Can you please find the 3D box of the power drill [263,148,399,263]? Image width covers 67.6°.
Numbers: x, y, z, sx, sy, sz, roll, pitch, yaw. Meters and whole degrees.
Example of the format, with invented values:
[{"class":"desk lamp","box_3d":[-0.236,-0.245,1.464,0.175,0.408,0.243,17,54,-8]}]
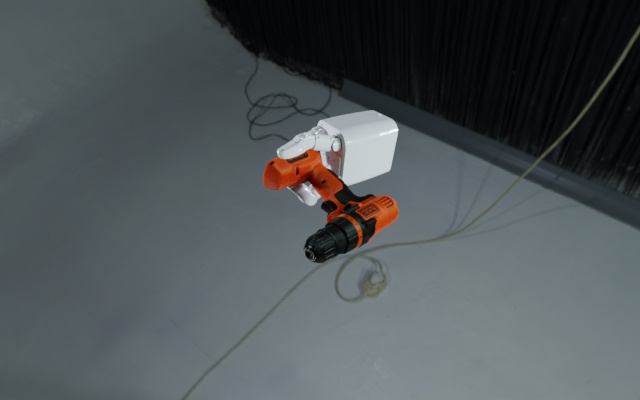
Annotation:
[{"class":"power drill","box_3d":[0.000,0.002,0.717,0.184,0.057,0.187,-24,56,-42]}]
